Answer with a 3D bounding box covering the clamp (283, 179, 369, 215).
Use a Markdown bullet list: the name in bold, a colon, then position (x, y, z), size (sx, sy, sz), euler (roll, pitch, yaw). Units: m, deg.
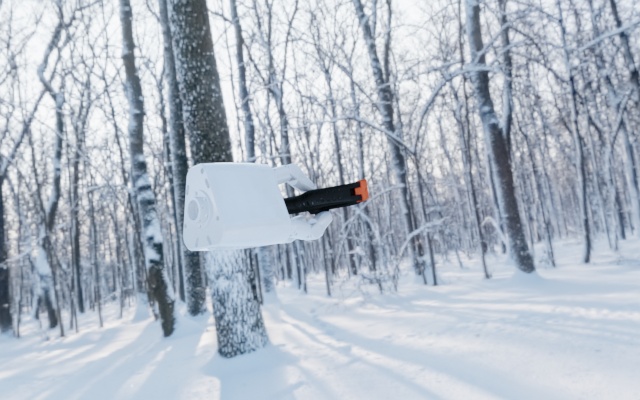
- **clamp**: position (0.000, 0.001, 0.722), size (0.210, 0.036, 0.164), euler (-13, -7, 42)
